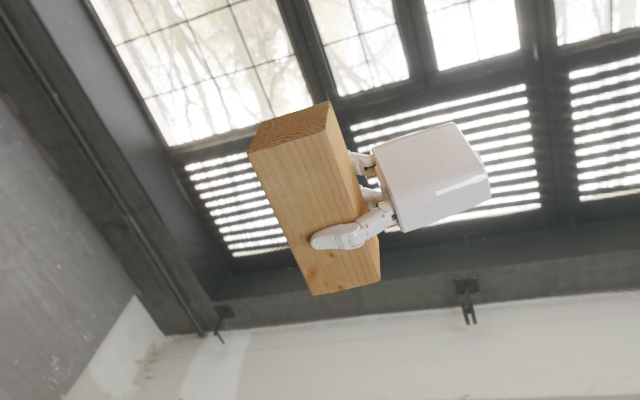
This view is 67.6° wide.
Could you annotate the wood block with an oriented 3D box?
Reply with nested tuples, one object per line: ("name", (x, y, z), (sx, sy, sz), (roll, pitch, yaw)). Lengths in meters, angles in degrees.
("wood block", (0.000, 0.002, 0.570), (0.090, 0.206, 0.090), (-15, 29, 14))
